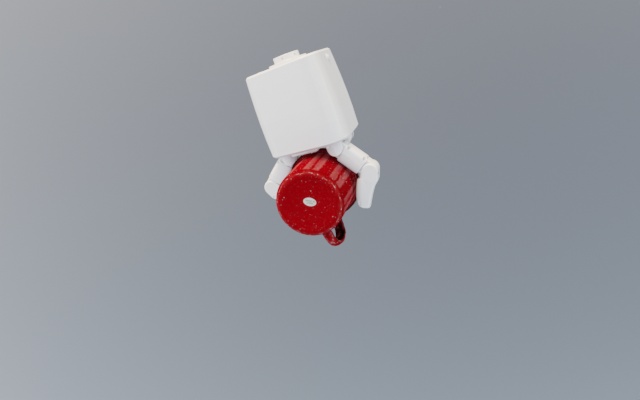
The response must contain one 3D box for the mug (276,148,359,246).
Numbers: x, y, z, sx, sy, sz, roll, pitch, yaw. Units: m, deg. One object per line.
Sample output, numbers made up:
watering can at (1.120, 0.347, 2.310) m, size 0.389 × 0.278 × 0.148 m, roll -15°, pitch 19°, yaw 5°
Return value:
mug at (0.000, 0.003, 0.581) m, size 0.093 × 0.117 × 0.081 m, roll -17°, pitch 15°, yaw 20°
